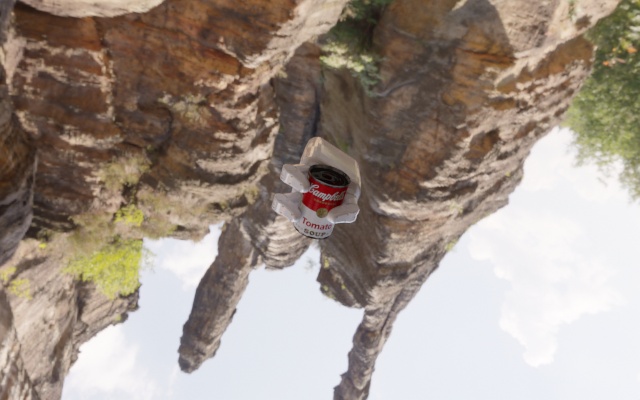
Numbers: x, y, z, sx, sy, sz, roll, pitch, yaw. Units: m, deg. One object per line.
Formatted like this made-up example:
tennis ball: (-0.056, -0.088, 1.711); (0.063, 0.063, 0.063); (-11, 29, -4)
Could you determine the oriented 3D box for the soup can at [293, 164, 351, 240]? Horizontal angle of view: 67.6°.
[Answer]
soup can: (0.000, 0.003, 0.761); (0.068, 0.102, 0.068); (15, 28, -8)
